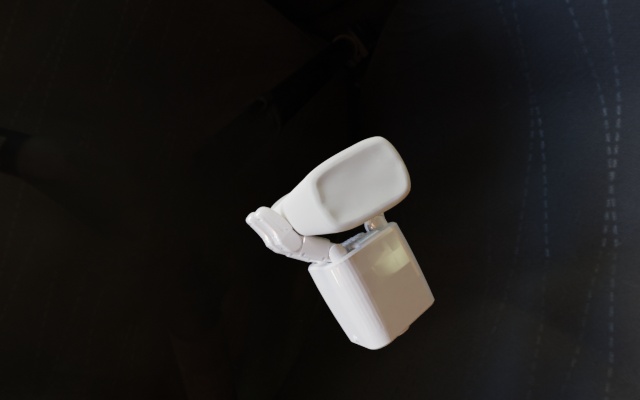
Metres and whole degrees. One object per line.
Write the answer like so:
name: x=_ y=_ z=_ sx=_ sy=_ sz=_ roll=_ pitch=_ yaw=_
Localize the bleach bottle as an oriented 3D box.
bleach bottle: x=0.000 y=0.002 z=0.546 sx=0.102 sy=0.068 sz=0.251 roll=-29 pitch=1 yaw=-18
